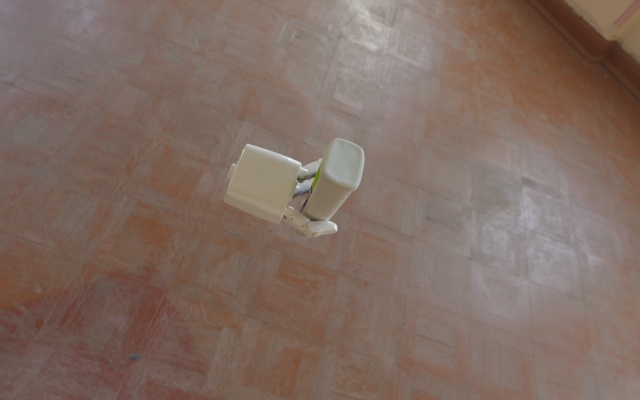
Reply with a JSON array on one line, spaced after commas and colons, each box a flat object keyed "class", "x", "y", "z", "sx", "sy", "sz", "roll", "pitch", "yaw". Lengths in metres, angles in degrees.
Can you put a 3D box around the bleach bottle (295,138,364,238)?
[{"class": "bleach bottle", "x": 0.000, "y": 0.003, "z": 0.865, "sx": 0.068, "sy": 0.102, "sz": 0.251, "roll": 21, "pitch": -38, "yaw": -7}]
